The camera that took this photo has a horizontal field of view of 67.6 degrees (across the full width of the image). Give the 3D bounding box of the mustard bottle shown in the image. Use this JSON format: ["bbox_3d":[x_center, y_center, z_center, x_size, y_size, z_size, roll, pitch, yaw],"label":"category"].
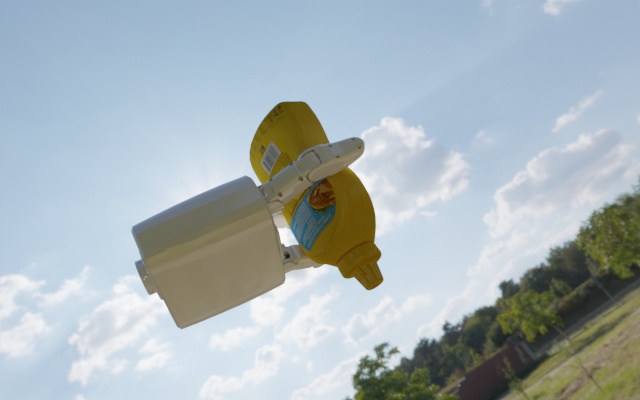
[{"bbox_3d":[0.000,0.001,0.454,0.058,0.191,0.096,-10,-34,-40],"label":"mustard bottle"}]
